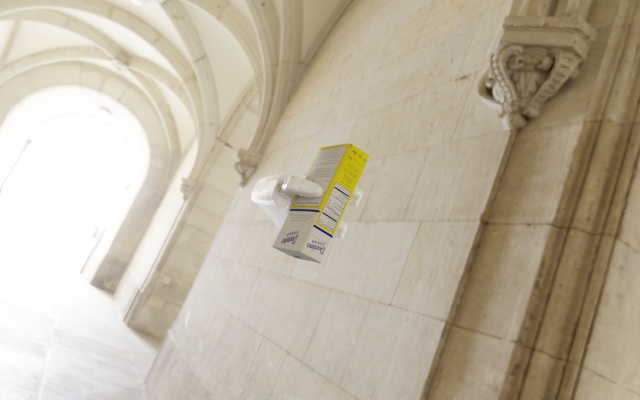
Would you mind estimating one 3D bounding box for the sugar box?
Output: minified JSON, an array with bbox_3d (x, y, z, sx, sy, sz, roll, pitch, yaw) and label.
[{"bbox_3d":[0.001,0.002,0.707,0.048,0.176,0.093,30,-13,-27],"label":"sugar box"}]
